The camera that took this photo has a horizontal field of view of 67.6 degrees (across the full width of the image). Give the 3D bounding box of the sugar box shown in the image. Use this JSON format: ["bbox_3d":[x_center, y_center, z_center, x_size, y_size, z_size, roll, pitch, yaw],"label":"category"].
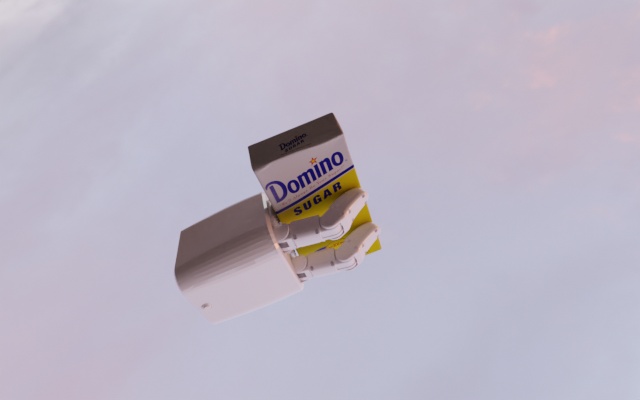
[{"bbox_3d":[0.000,0.002,0.506,0.093,0.048,0.176,-22,-45,2],"label":"sugar box"}]
